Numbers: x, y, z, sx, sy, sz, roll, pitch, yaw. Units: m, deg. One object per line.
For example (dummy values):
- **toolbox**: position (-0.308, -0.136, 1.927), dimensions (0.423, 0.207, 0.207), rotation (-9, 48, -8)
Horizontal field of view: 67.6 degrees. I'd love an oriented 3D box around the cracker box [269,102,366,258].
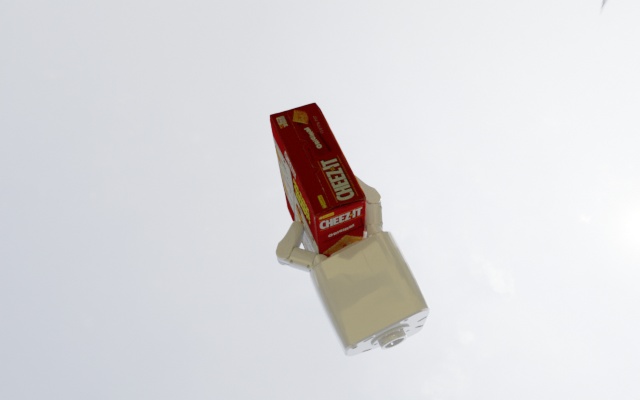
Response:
- **cracker box**: position (0.000, 0.002, 0.644), dimensions (0.072, 0.164, 0.214), rotation (-20, -31, -10)
